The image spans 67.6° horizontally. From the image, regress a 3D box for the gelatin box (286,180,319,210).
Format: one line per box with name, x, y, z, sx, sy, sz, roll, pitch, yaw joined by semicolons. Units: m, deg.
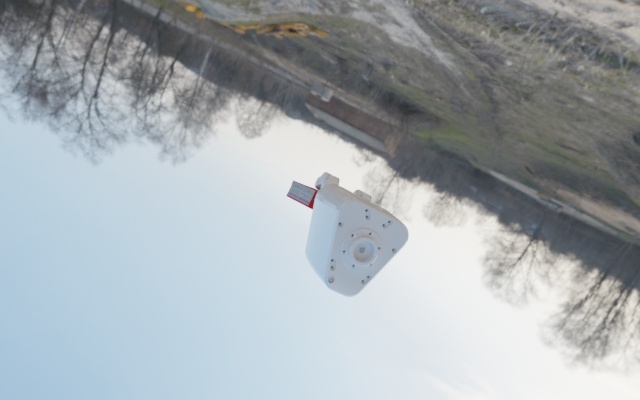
gelatin box;0.000;0.003;0.708;0.073;0.030;0.089;25;-1;-28
